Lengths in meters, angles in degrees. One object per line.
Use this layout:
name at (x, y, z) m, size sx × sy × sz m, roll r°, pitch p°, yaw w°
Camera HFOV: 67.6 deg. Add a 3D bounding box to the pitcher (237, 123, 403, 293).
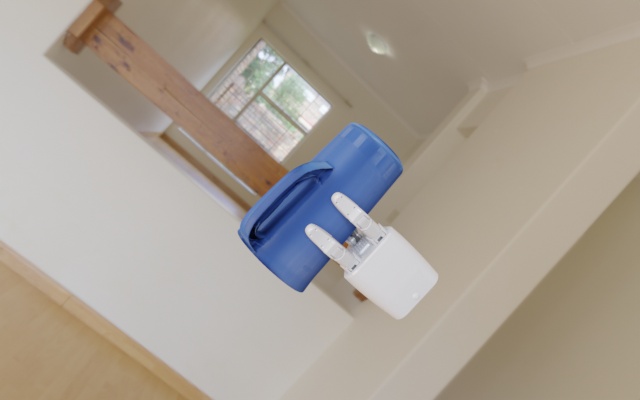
pitcher at (0.000, 0.002, 0.695) m, size 0.145 × 0.243 × 0.149 m, roll 43°, pitch 0°, yaw -10°
